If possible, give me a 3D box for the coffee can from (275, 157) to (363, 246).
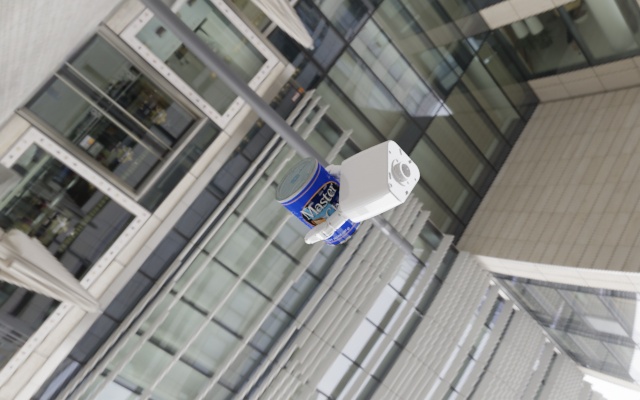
[{"bbox_3d":[0.000,0.003,0.885,0.140,0.102,0.103,43,-21,-24],"label":"coffee can"}]
